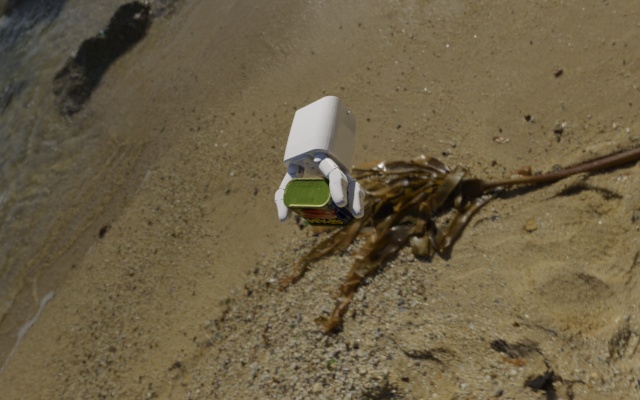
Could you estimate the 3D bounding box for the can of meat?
[{"bbox_3d":[0.000,0.003,0.789,0.102,0.057,0.084,0,-22,34],"label":"can of meat"}]
